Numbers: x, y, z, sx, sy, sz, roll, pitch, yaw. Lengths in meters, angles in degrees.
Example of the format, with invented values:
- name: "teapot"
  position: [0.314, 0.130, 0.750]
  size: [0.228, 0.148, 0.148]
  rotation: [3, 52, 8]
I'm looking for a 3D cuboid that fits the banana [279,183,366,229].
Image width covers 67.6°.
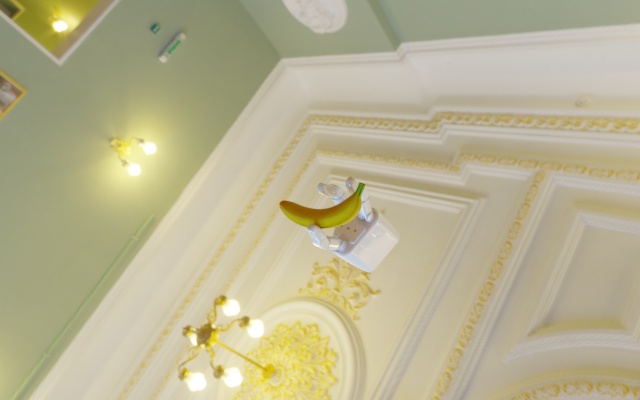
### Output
- name: "banana"
  position: [0.002, 0.020, 0.881]
  size: [0.198, 0.069, 0.037]
  rotation: [-11, -25, 34]
